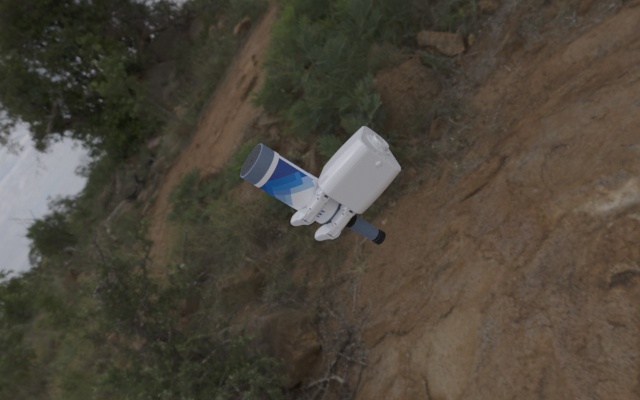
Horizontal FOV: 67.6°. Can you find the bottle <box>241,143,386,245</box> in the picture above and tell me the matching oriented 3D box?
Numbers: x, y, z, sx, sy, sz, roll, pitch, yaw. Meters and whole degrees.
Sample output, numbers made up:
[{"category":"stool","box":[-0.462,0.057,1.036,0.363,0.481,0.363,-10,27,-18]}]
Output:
[{"category":"bottle","box":[0.000,0.003,0.853,0.296,0.069,0.069,31,-14,-24]}]
